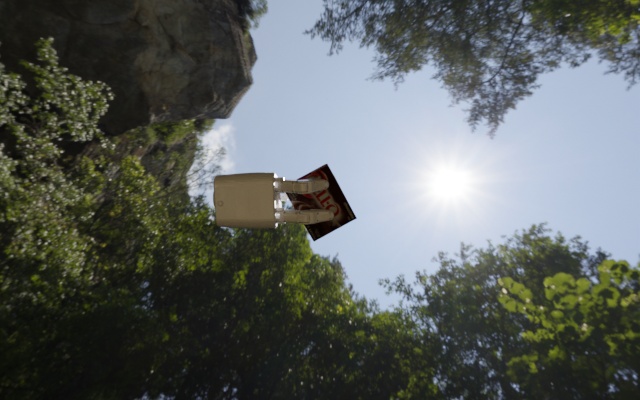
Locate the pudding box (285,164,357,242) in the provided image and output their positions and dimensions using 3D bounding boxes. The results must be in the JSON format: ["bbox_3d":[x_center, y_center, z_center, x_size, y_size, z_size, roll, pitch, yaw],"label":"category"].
[{"bbox_3d":[0.000,0.003,0.860,0.090,0.113,0.039,-29,11,6],"label":"pudding box"}]
